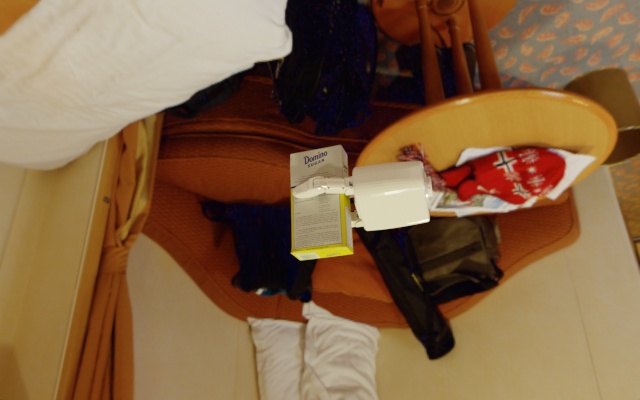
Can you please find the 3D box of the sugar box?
[{"bbox_3d":[0.000,0.003,0.773,0.093,0.176,0.048,-8,-26,16],"label":"sugar box"}]
